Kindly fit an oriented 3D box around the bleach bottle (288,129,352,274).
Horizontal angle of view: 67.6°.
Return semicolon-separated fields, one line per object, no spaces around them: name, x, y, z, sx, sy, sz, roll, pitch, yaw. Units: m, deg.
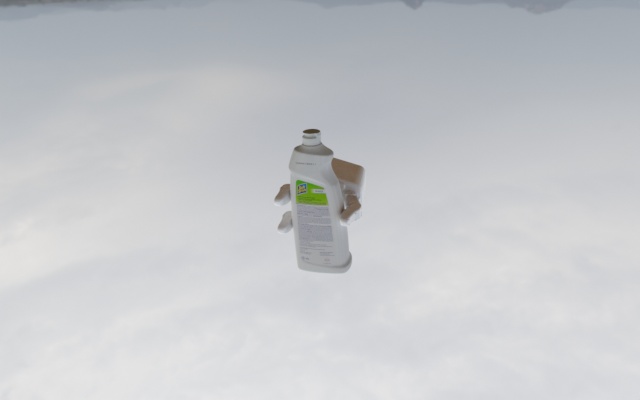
bleach bottle;0.000;0.003;0.817;0.102;0.251;0.068;2;25;11
